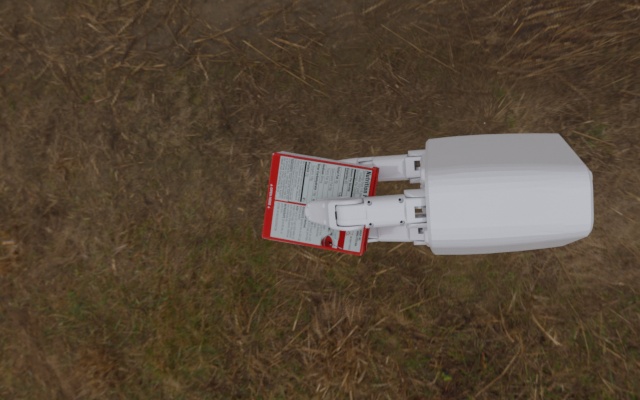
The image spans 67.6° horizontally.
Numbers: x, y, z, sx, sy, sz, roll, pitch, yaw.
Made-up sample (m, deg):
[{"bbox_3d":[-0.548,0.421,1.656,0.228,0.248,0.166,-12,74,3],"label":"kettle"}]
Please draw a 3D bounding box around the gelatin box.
[{"bbox_3d":[0.000,0.001,0.400,0.089,0.073,0.030,9,10,8],"label":"gelatin box"}]
